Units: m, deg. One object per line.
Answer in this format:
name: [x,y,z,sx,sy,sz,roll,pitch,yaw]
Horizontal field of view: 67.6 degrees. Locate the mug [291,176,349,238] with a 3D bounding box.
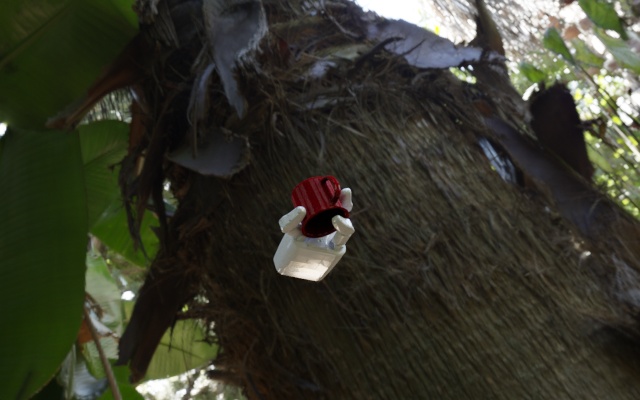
mug: [0.001,0.002,0.879,0.093,0.081,0.117,-1,-40,-32]
